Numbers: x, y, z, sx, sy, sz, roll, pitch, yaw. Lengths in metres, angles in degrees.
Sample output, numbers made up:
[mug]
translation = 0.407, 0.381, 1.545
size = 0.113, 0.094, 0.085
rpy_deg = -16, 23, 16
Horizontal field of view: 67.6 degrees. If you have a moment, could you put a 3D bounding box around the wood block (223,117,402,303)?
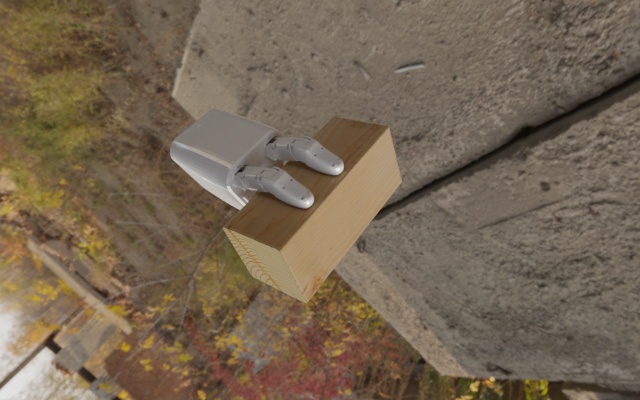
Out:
[wood block]
translation = 0.000, 0.002, 0.559
size = 0.090, 0.091, 0.206
rpy_deg = 17, 53, 37
